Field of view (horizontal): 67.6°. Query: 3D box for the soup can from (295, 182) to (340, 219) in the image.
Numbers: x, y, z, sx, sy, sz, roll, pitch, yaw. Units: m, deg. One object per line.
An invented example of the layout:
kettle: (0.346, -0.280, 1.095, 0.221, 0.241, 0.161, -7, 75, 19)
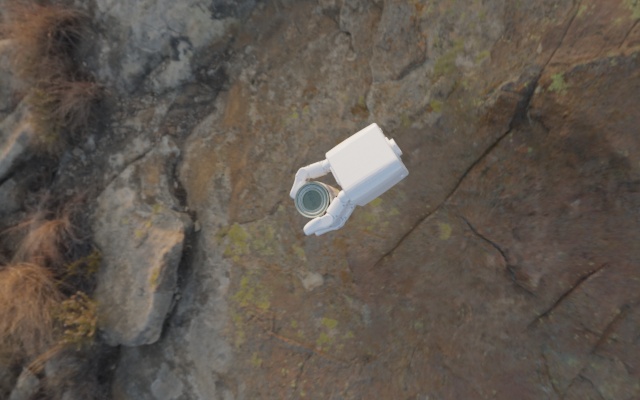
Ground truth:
soup can: (0.000, 0.003, 0.885, 0.068, 0.068, 0.102, 0, -4, 18)
